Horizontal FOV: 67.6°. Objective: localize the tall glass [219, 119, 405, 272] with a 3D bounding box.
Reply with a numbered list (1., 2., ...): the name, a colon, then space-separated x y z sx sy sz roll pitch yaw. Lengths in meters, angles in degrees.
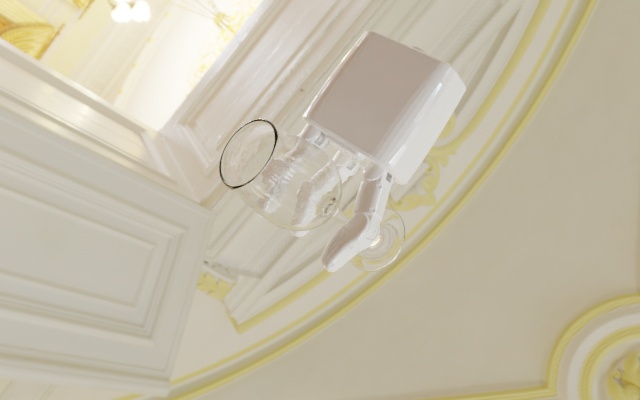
1. tall glass: 0.000 0.002 0.445 0.079 0.079 0.201 0 -23 40
